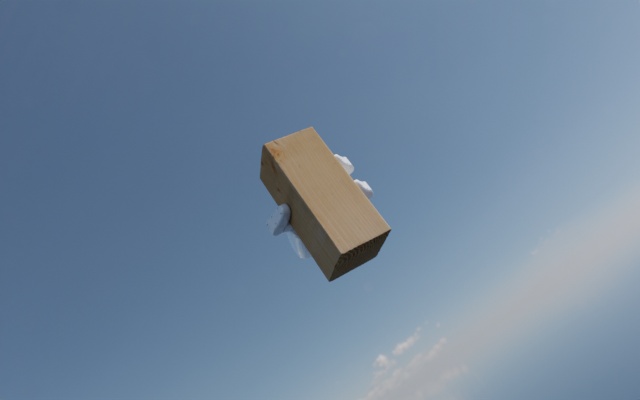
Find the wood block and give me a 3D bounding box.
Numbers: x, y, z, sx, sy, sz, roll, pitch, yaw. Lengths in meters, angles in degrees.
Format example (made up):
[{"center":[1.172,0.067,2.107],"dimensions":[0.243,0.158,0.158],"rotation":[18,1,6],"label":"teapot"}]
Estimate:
[{"center":[0.000,0.003,0.712],"dimensions":[0.091,0.206,0.090],"rotation":[-25,-25,-25],"label":"wood block"}]
